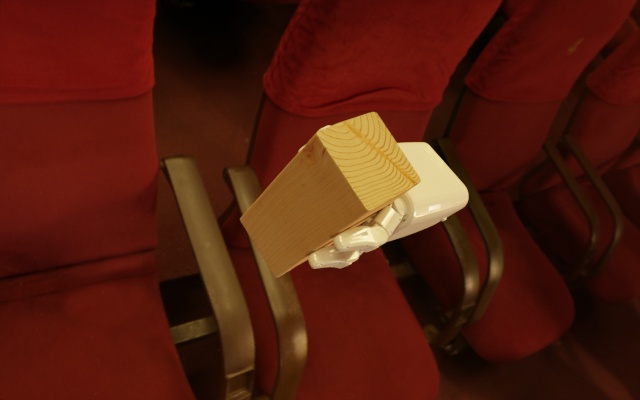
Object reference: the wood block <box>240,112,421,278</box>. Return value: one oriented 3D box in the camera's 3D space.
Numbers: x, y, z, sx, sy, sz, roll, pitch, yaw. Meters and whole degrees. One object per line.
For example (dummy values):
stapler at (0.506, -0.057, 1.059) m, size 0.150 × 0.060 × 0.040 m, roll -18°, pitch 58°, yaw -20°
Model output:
wood block at (0.000, 0.001, 0.541) m, size 0.090 × 0.091 × 0.206 m, roll -26°, pitch -10°, yaw -39°
